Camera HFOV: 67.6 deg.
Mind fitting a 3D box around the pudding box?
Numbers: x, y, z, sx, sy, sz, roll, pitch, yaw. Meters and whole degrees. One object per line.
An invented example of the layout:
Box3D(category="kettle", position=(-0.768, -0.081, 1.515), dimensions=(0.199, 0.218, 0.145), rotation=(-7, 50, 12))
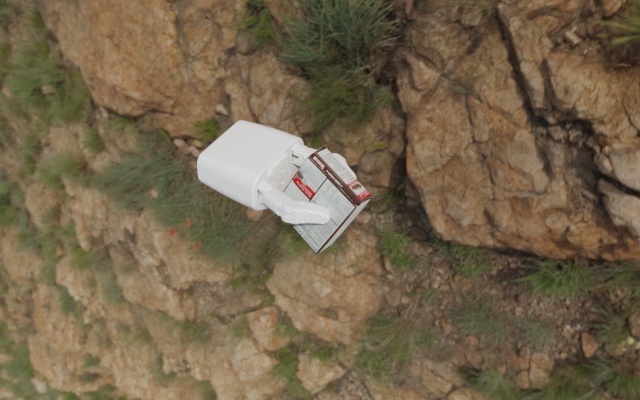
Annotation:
Box3D(category="pudding box", position=(0.000, 0.002, 0.606), dimensions=(0.039, 0.090, 0.113), rotation=(-34, -13, -44))
